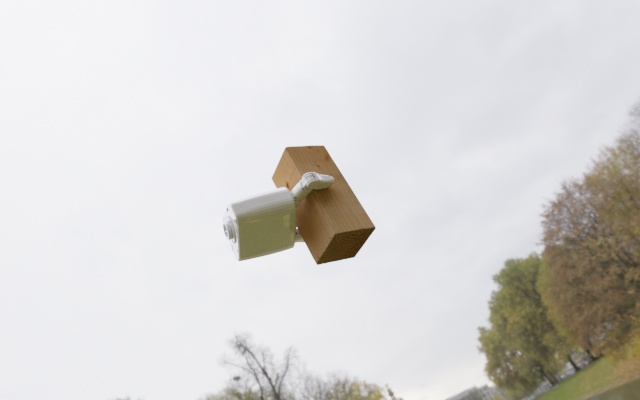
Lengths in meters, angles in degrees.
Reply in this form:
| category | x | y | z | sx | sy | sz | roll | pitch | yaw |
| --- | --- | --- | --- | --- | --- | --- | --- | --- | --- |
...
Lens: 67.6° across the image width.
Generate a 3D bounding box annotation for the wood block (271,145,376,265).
| category | x | y | z | sx | sy | sz | roll | pitch | yaw |
| --- | --- | --- | --- | --- | --- | --- | --- | --- | --- |
| wood block | 0.000 | 0.003 | 0.871 | 0.090 | 0.206 | 0.091 | -6 | -38 | -34 |
